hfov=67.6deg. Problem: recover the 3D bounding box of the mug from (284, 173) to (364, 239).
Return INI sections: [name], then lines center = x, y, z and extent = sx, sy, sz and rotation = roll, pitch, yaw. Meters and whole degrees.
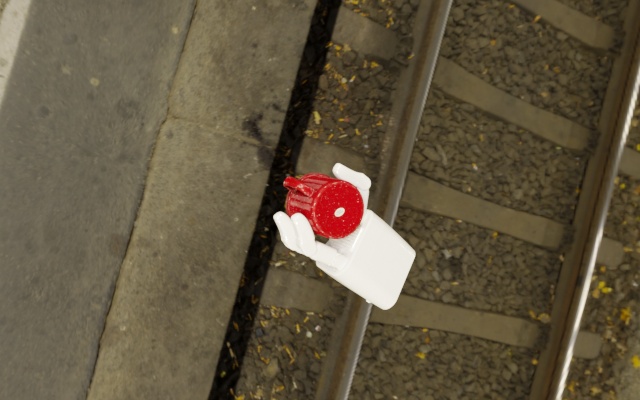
[mug]
center = -0.001, 0.001, 0.668
extent = 0.117, 0.093, 0.081
rotation = 38, -10, -24
